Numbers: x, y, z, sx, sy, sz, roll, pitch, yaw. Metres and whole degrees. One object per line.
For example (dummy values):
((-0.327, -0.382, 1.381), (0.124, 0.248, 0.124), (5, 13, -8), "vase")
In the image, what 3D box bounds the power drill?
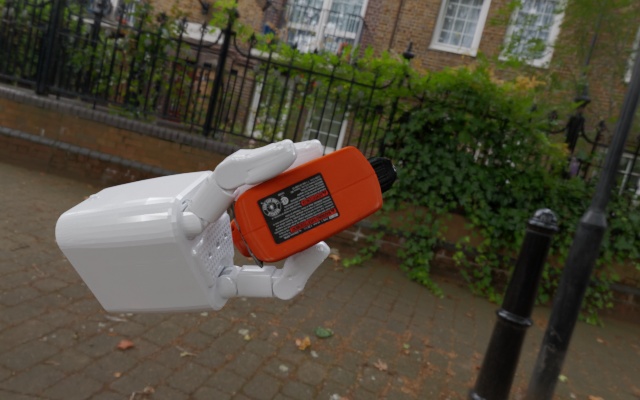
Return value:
((0.000, 0.001, 0.428), (0.184, 0.057, 0.187), (-27, -2, -5), "power drill")
